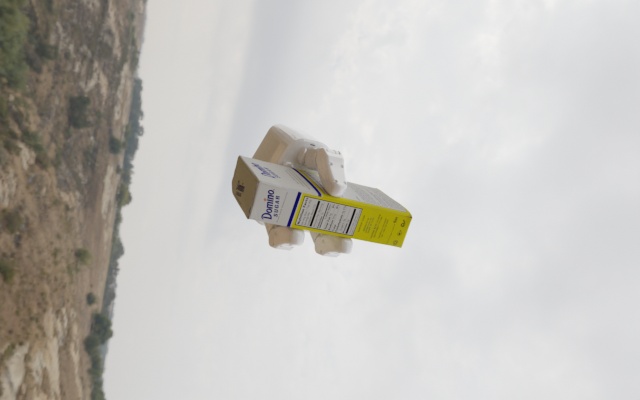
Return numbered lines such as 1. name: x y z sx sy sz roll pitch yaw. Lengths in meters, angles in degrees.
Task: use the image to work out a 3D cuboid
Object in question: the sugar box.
1. sugar box: 0.000 0.002 0.506 0.176 0.048 0.093 10 16 -24
